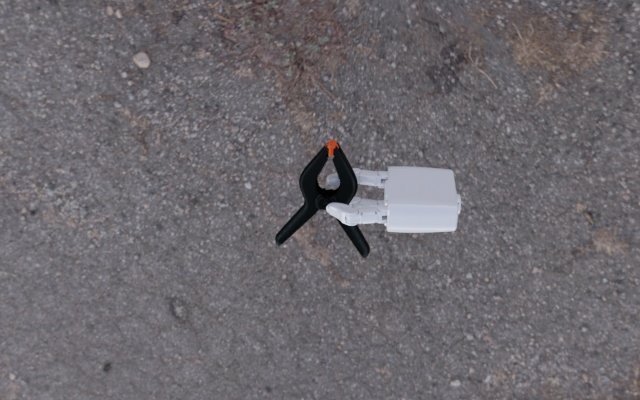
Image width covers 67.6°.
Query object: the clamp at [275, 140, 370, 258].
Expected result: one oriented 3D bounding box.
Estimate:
[{"bbox_3d":[0.000,0.002,0.788,0.164,0.210,0.036,1,28,6],"label":"clamp"}]
